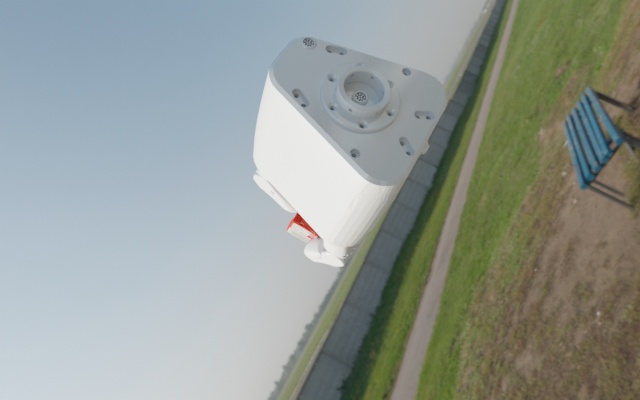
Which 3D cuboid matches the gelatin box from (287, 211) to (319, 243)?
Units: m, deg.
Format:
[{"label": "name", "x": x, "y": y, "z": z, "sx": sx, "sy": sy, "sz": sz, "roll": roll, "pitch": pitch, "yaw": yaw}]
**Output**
[{"label": "gelatin box", "x": 0.000, "y": 0.001, "z": 0.462, "sx": 0.030, "sy": 0.073, "sz": 0.089, "roll": 32, "pitch": -12, "yaw": -2}]
